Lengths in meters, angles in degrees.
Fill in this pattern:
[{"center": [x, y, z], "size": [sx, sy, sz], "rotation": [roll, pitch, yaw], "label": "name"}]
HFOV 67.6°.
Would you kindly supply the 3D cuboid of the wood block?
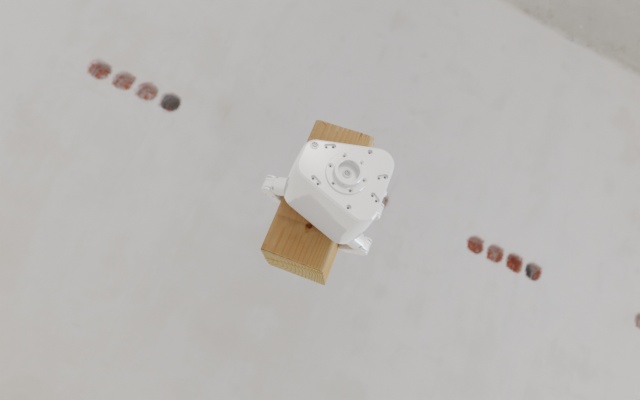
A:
[{"center": [0.000, 0.002, 0.686], "size": [0.091, 0.206, 0.090], "rotation": [19, -19, 10], "label": "wood block"}]
